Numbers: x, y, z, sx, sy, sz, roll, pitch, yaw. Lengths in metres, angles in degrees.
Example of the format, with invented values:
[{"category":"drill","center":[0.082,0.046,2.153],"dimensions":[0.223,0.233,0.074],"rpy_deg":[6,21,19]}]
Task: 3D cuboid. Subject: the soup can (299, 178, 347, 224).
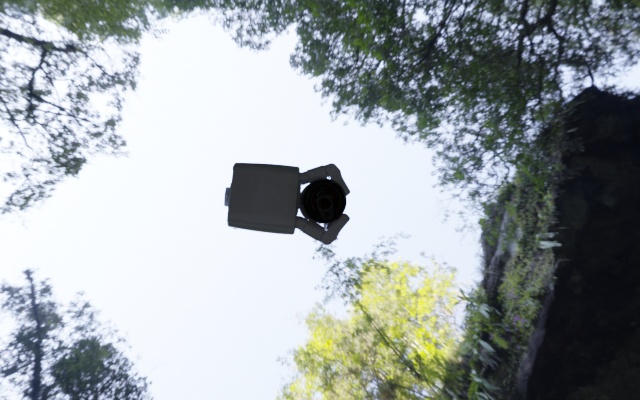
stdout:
[{"category":"soup can","center":[0.001,0.002,0.759],"dimensions":[0.068,0.068,0.102],"rpy_deg":[0,-2,-6]}]
